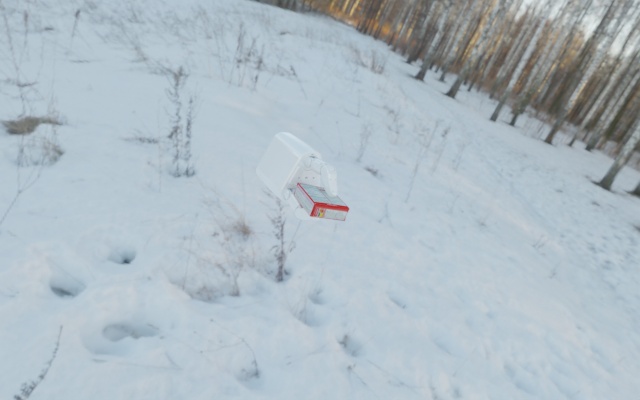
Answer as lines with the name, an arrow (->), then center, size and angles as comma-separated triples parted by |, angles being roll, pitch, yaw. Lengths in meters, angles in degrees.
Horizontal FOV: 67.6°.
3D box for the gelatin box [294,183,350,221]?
gelatin box -> 0.000, 0.003, 0.876 | 0.073, 0.030, 0.089 | 9, 22, -30
